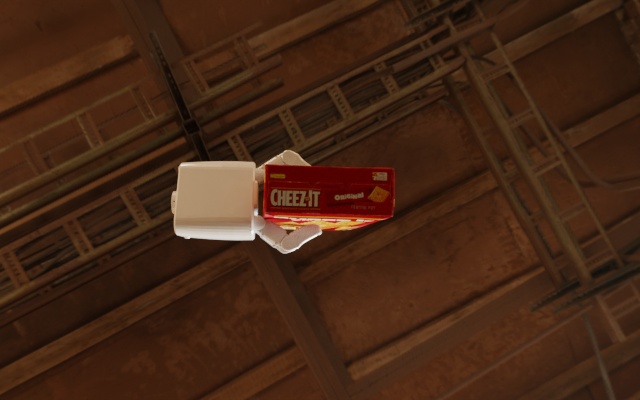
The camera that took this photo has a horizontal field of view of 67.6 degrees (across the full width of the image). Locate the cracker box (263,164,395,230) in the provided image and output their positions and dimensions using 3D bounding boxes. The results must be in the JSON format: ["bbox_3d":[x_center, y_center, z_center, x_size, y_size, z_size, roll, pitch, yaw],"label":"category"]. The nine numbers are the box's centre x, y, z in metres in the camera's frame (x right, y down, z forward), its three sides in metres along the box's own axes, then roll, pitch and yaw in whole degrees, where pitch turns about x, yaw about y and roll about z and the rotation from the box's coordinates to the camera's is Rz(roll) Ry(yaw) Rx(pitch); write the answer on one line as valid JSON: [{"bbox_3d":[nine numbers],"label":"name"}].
[{"bbox_3d":[0.000,0.002,0.690,0.164,0.072,0.214,1,-7,-6],"label":"cracker box"}]
